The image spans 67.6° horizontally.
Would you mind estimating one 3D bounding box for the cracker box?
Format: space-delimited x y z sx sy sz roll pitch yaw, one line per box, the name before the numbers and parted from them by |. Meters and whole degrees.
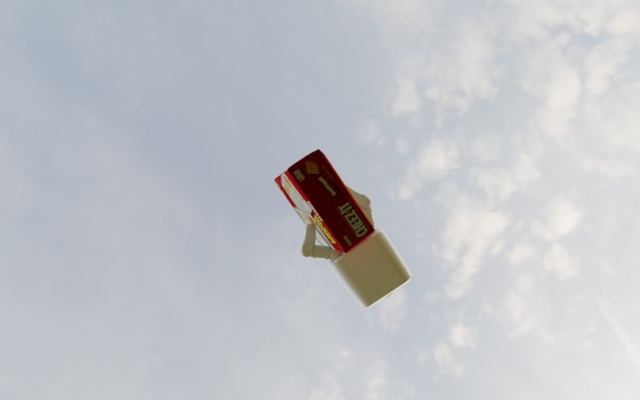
cracker box | 0.000 0.003 0.849 0.072 0.164 0.214 -36 5 -10
